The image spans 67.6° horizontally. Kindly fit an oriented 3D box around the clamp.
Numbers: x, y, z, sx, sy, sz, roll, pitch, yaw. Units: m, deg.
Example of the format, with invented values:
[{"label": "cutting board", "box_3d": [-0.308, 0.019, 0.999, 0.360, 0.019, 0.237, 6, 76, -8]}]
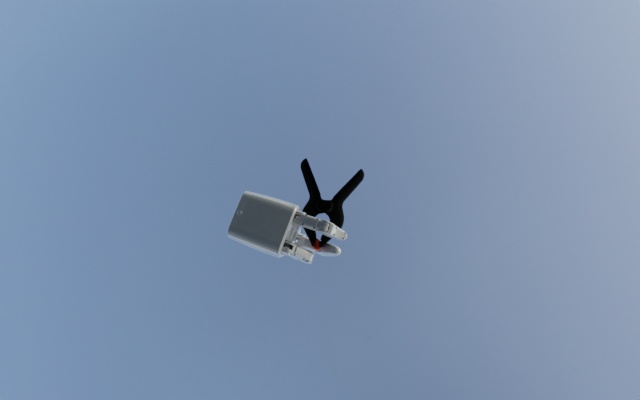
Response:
[{"label": "clamp", "box_3d": [0.000, 0.003, 0.888, 0.120, 0.171, 0.039, 18, -13, 11]}]
